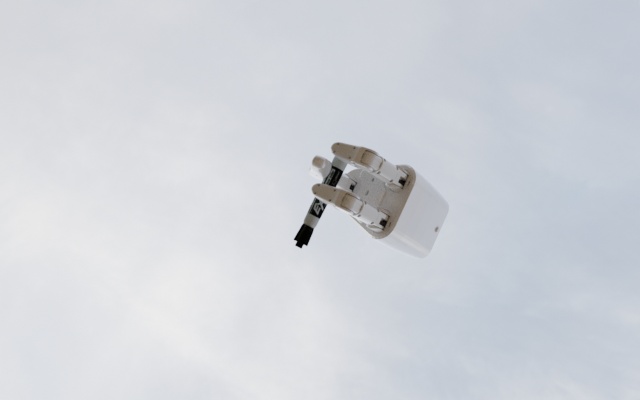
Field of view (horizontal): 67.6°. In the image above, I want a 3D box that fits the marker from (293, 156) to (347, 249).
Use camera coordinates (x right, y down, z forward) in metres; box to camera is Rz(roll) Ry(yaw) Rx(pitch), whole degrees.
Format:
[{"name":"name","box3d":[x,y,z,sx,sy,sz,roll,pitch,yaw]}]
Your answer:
[{"name":"marker","box3d":[0.000,0.002,0.575,0.020,0.121,0.020,26,-4,2]}]
